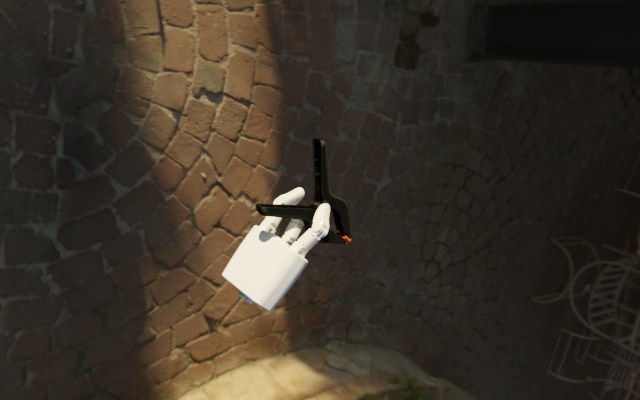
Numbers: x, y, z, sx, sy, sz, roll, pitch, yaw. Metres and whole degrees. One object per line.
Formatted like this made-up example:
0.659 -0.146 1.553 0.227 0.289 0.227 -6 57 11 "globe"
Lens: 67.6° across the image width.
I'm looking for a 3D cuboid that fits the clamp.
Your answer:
0.001 0.003 0.843 0.036 0.164 0.210 25 -13 49 "clamp"
